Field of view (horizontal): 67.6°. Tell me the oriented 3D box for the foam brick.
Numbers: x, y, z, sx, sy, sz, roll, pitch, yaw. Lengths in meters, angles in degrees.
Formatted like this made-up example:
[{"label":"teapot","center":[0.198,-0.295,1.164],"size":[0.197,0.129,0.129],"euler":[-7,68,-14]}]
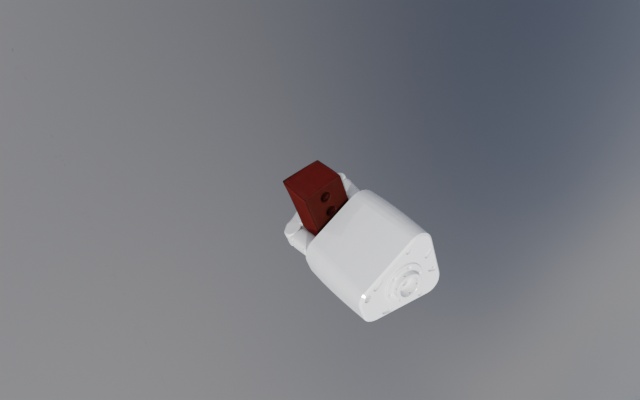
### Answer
[{"label":"foam brick","center":[0.000,0.002,0.571],"size":[0.053,0.078,0.051],"euler":[-35,40,-14]}]
